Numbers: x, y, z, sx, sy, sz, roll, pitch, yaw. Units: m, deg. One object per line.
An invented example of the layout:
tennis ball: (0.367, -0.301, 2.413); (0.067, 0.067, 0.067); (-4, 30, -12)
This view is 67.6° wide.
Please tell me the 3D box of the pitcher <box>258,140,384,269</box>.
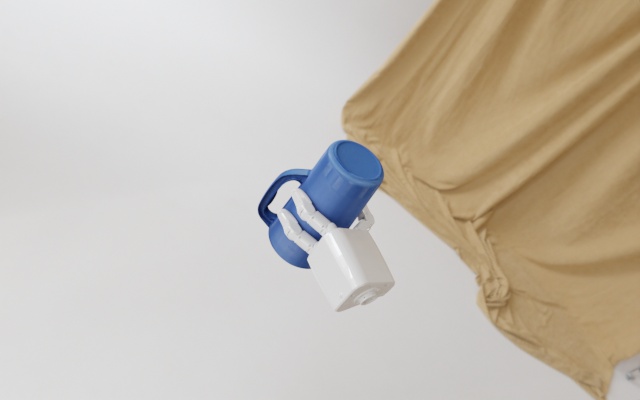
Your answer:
pitcher: (0.000, 0.003, 0.866); (0.149, 0.145, 0.243); (-4, -36, -37)
